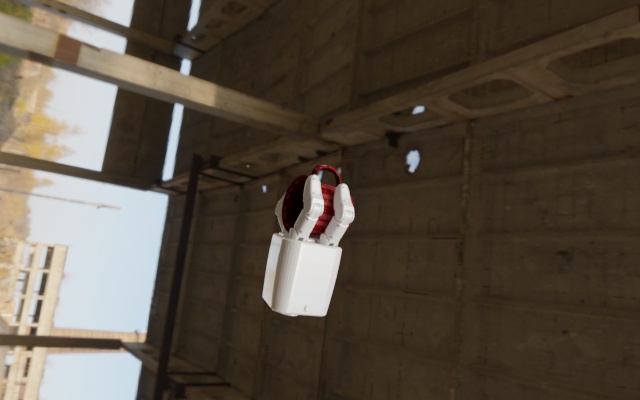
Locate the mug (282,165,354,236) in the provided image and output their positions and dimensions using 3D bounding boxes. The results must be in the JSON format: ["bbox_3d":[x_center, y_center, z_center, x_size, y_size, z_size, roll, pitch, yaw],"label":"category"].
[{"bbox_3d":[0.001,0.001,0.750,0.081,0.117,0.093,14,-2,-34],"label":"mug"}]
